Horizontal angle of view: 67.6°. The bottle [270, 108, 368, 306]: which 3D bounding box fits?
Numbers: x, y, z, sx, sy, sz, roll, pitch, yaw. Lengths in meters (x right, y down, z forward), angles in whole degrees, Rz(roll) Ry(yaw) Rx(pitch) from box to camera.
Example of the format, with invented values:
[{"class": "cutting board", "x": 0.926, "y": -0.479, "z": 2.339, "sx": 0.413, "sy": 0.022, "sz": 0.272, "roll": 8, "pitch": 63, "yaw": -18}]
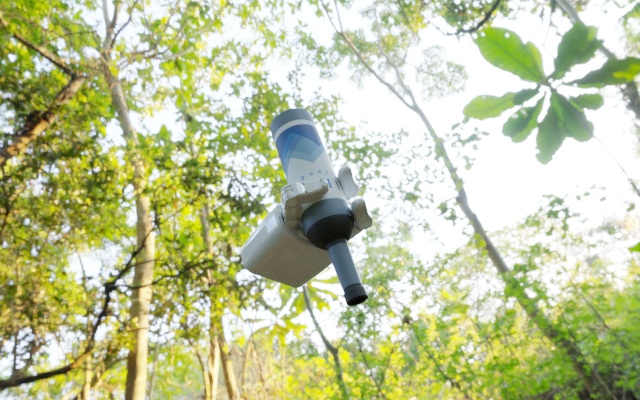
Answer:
[{"class": "bottle", "x": 0.000, "y": 0.002, "z": 0.641, "sx": 0.069, "sy": 0.295, "sz": 0.069, "roll": -15, "pitch": -32, "yaw": -10}]
